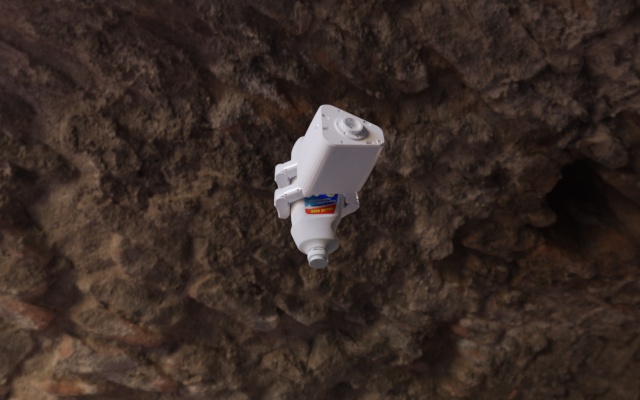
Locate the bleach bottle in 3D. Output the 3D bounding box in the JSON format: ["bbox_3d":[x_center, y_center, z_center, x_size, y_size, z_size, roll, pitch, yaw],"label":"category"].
[{"bbox_3d":[0.000,0.003,0.804,0.102,0.250,0.068,12,-43,-17],"label":"bleach bottle"}]
